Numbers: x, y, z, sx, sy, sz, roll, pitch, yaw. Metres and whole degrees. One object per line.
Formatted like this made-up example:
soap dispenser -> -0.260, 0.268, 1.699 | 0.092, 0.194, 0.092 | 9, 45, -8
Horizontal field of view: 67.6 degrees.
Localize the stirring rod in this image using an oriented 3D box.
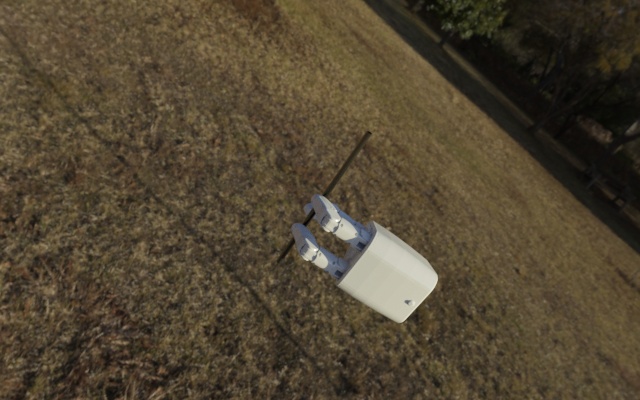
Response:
stirring rod -> 0.000, 0.002, 0.663 | 0.011, 0.240, 0.011 | 28, 26, -15
